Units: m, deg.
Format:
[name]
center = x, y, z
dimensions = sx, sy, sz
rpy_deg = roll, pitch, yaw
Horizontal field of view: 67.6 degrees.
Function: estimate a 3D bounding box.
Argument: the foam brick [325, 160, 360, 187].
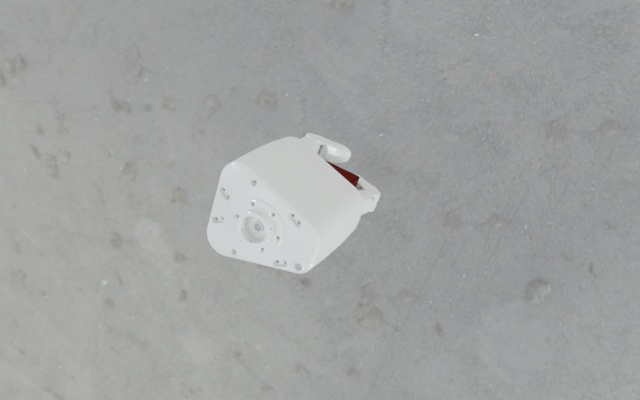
[foam brick]
center = 0.000, 0.002, 0.527
dimensions = 0.053, 0.078, 0.051
rpy_deg = 26, 26, 14
